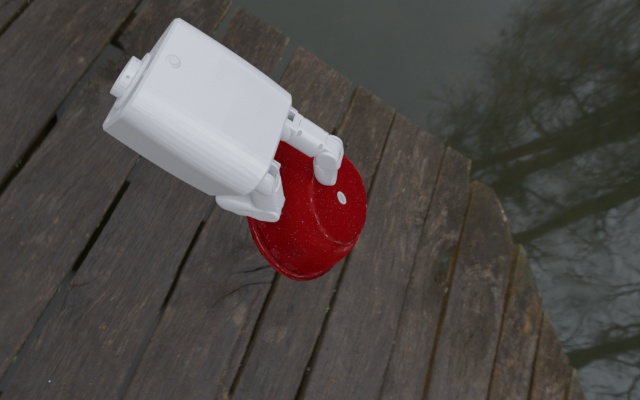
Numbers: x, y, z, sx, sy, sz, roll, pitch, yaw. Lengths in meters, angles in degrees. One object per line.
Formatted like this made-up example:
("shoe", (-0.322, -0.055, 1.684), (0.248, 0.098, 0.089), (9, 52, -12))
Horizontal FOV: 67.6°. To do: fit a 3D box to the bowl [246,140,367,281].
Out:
("bowl", (0.001, 0.002, 0.495), (0.055, 0.162, 0.162), (-9, -6, 40))
